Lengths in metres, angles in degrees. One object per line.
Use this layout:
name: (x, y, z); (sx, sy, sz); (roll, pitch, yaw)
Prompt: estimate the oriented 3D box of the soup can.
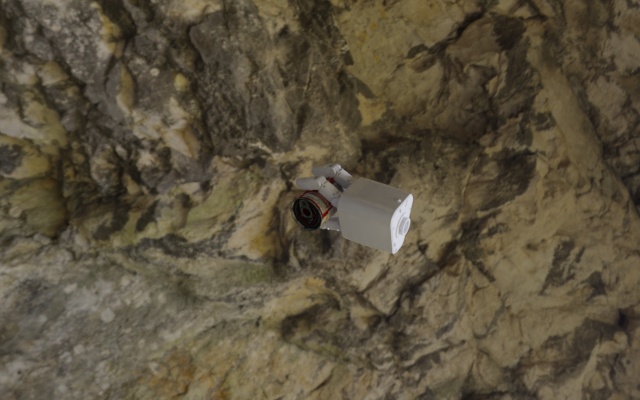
soup can: (0.000, 0.003, 0.896); (0.068, 0.068, 0.102); (0, 27, 37)
